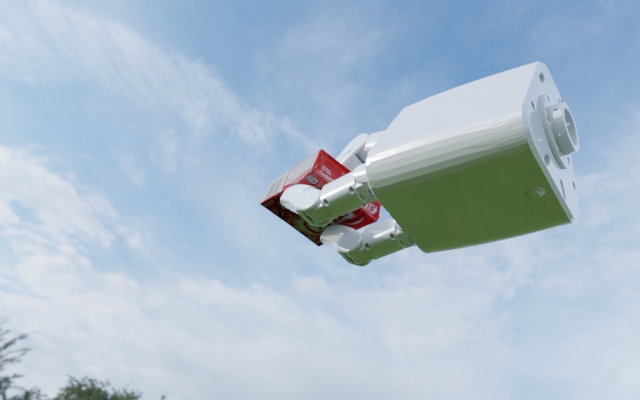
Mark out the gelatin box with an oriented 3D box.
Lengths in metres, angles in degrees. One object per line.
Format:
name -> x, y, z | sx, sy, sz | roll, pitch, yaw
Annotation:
gelatin box -> 0.000, 0.001, 0.422 | 0.073, 0.030, 0.089 | 37, -36, -20
